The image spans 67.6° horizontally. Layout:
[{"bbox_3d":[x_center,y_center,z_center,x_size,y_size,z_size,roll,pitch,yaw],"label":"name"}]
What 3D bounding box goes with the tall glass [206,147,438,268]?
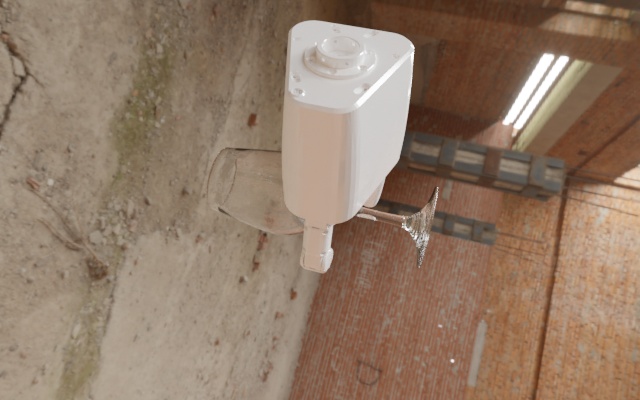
[{"bbox_3d":[0.001,0.002,0.440,0.201,0.079,0.079,13,2,10],"label":"tall glass"}]
